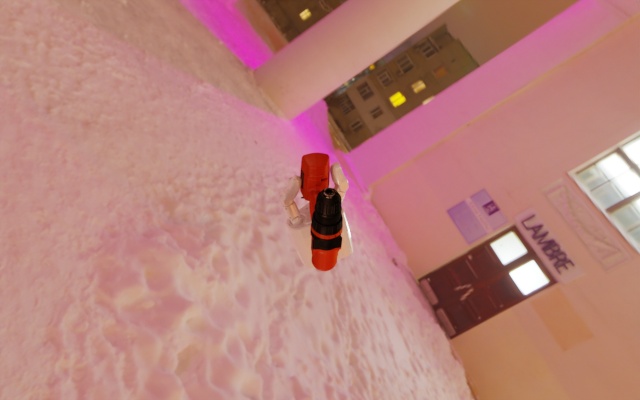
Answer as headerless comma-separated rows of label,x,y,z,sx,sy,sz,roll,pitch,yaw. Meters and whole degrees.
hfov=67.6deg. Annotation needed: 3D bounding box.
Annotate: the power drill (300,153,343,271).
power drill,0.000,0.003,0.836,0.057,0.187,0.185,-1,-45,-7
